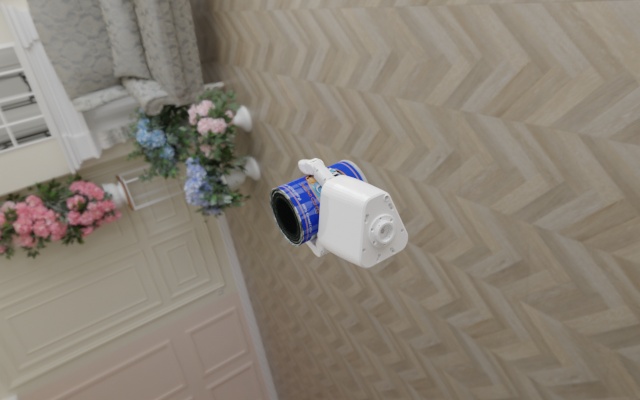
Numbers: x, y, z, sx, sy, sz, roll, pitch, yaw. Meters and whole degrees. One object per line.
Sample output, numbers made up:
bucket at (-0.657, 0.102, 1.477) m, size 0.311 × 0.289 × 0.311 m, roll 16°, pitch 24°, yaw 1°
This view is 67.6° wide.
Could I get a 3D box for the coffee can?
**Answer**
coffee can at (0.000, 0.002, 0.802) m, size 0.140 × 0.103 × 0.103 m, roll -24°, pitch 11°, yaw -26°
